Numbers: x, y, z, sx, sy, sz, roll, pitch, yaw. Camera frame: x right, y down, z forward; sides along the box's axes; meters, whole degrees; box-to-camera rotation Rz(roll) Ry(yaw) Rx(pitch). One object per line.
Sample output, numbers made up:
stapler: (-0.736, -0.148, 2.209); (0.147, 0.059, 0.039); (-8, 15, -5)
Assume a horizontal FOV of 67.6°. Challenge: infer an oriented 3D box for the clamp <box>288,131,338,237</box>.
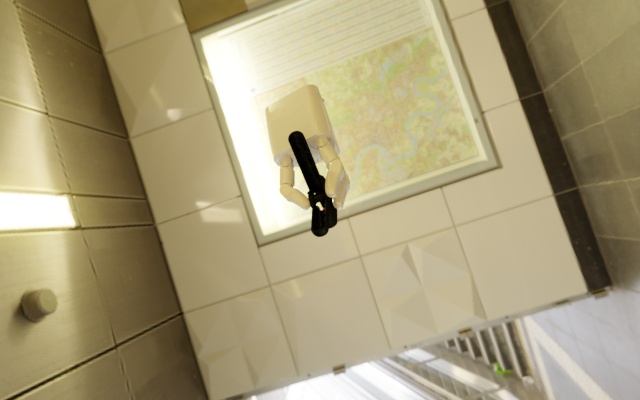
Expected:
clamp: (-0.001, 0.003, 0.772); (0.036, 0.164, 0.210); (-16, -23, 7)
